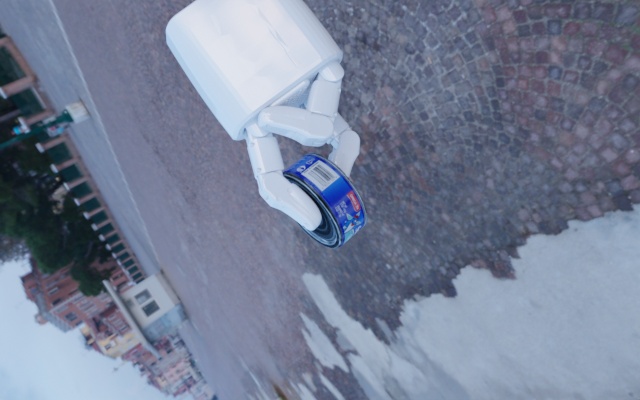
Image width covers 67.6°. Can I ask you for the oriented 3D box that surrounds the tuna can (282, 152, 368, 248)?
[{"bbox_3d":[0.000,0.002,0.432,0.033,0.086,0.086,-39,17,-23],"label":"tuna can"}]
